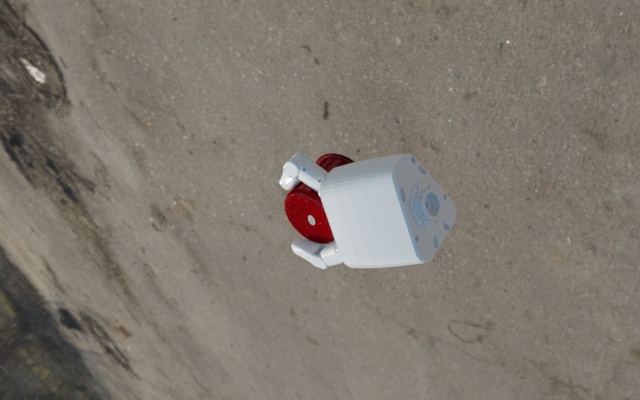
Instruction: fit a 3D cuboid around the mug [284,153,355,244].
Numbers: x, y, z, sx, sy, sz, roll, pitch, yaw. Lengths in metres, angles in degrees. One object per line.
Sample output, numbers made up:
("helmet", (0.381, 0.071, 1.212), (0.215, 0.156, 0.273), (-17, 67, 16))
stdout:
("mug", (-0.001, 0.002, 0.615), (0.117, 0.093, 0.081), (-11, 27, 48))
